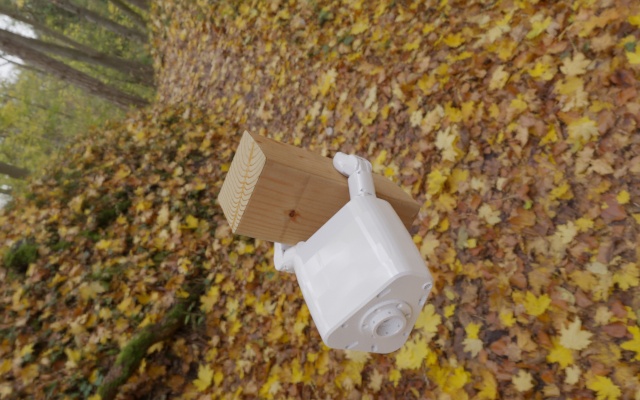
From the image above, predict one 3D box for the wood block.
[{"bbox_3d":[0.000,0.002,0.559,0.206,0.091,0.090,16,19,-30],"label":"wood block"}]
